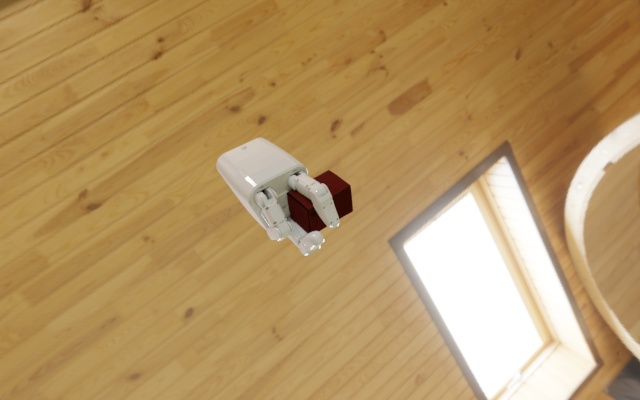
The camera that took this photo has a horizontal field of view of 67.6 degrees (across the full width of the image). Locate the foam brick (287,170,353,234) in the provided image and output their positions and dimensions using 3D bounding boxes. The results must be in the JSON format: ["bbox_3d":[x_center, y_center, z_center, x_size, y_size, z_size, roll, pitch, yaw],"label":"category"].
[{"bbox_3d":[0.000,0.002,0.682,0.078,0.053,0.051,-29,46,-25],"label":"foam brick"}]
